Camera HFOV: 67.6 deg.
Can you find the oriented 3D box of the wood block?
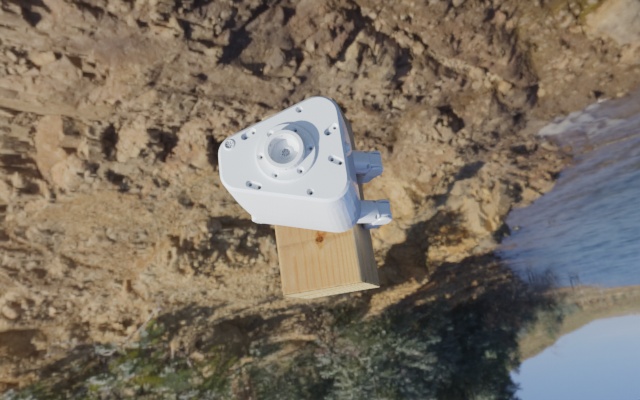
[{"bbox_3d":[0.000,0.002,0.552,0.091,0.206,0.090,-12,-16,15],"label":"wood block"}]
